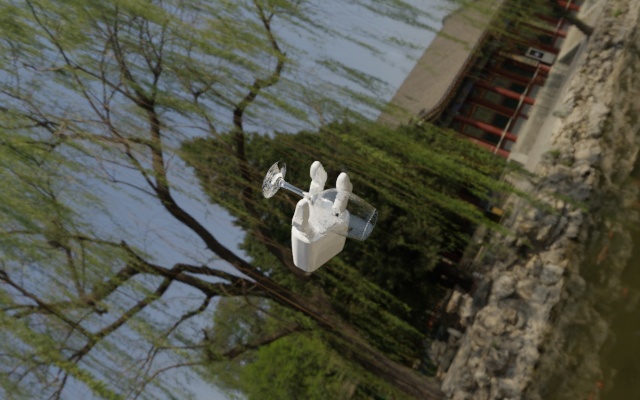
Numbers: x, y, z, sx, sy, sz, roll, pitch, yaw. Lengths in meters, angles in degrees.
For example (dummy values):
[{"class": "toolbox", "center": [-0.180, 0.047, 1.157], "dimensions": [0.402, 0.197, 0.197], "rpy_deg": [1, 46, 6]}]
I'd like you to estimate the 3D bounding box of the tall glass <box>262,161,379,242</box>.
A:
[{"class": "tall glass", "center": [0.000, 0.002, 0.843], "dimensions": [0.201, 0.079, 0.079], "rpy_deg": [26, 8, 18]}]
